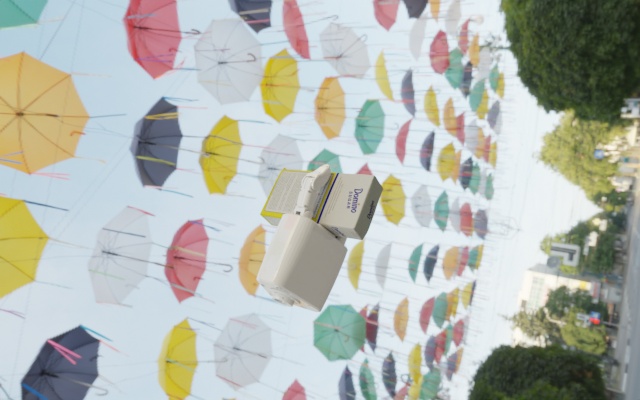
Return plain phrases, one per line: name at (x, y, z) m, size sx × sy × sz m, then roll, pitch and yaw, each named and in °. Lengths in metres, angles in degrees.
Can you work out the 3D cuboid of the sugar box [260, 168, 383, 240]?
sugar box at (0.000, 0.003, 0.740) m, size 0.176 × 0.093 × 0.048 m, roll 9°, pitch -26°, yaw 32°
